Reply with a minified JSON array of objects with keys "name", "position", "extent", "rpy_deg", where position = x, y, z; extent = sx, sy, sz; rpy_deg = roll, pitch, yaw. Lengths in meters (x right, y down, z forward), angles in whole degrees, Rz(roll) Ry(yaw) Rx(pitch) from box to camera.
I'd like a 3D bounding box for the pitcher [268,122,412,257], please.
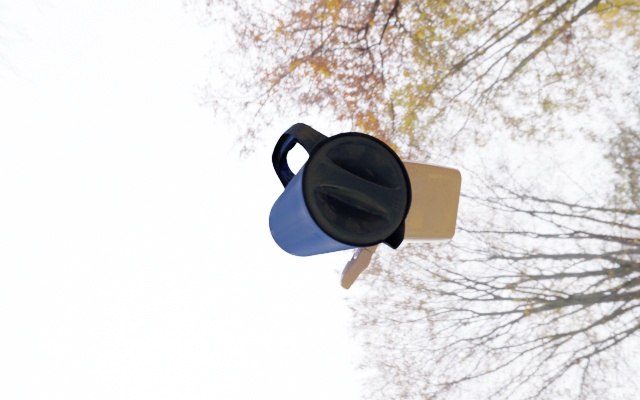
[{"name":"pitcher","position":[0.000,0.002,0.635],"extent":[0.145,0.149,0.243],"rpy_deg":[4,-13,-18]}]
